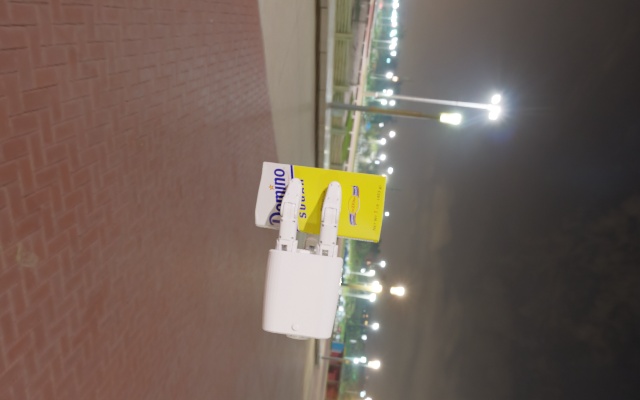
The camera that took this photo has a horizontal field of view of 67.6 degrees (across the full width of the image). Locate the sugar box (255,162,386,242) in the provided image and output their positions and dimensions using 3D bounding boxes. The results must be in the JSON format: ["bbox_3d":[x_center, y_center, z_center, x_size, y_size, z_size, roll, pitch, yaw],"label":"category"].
[{"bbox_3d":[0.000,0.002,0.675,0.176,0.093,0.048,7,-7,4],"label":"sugar box"}]
